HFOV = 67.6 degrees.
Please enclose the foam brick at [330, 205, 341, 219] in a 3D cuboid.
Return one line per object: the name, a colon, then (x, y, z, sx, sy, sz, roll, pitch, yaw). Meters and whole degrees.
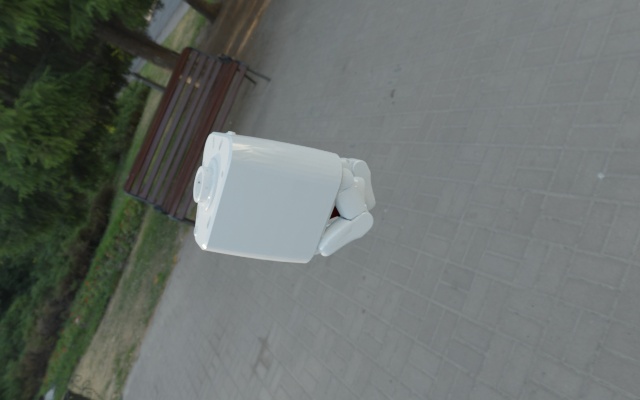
foam brick: (0.000, 0.002, 0.529, 0.051, 0.053, 0.078, -5, 13, -25)
